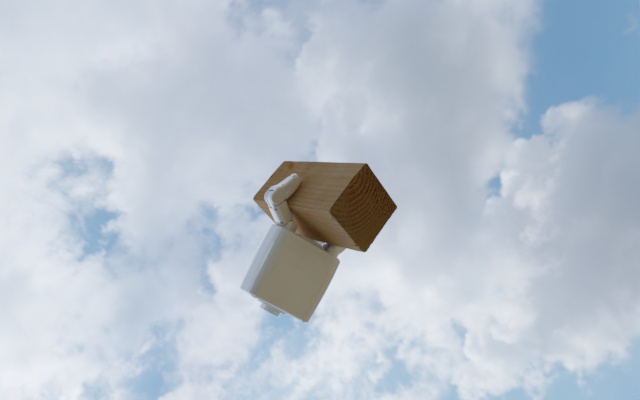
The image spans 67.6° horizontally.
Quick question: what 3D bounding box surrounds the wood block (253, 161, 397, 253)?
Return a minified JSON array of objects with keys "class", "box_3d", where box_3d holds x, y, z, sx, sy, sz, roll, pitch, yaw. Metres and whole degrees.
[{"class":"wood block","box_3d":[0.000,0.002,0.722,0.206,0.090,0.091,8,-36,53]}]
